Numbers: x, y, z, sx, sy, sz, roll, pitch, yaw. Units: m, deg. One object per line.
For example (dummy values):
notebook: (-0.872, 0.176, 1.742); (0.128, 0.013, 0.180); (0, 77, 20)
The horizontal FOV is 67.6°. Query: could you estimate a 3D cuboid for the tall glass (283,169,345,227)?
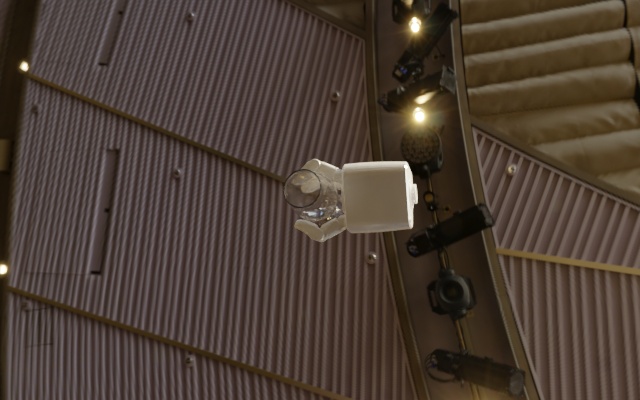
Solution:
tall glass: (0.000, 0.003, 0.818); (0.079, 0.079, 0.201); (0, -12, 17)
